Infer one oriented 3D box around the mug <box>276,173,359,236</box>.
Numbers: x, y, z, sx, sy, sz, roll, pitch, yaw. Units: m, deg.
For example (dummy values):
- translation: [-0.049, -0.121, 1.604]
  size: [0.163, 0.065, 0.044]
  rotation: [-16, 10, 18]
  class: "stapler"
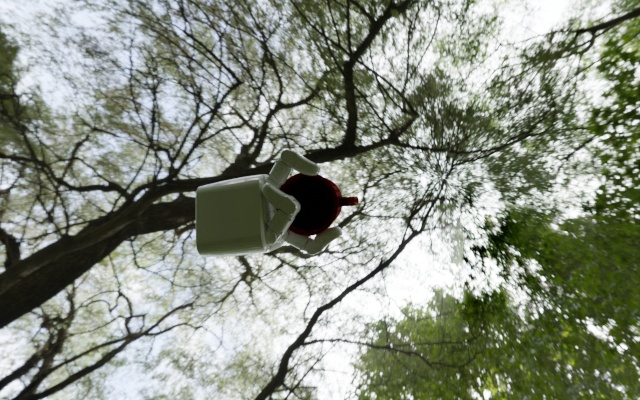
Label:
- translation: [0.002, 0.002, 0.726]
  size: [0.117, 0.093, 0.081]
  rotation: [-6, 1, 12]
  class: "mug"
